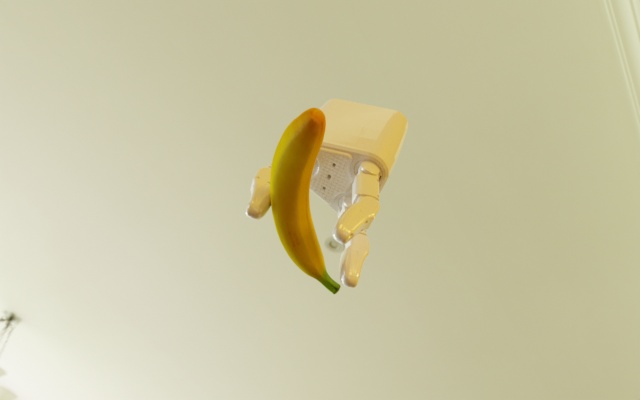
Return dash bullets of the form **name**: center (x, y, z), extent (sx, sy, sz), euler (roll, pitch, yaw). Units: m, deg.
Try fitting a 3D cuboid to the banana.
- **banana**: center (-0.016, 0.001, 0.441), extent (0.069, 0.198, 0.037), euler (11, 40, 24)
